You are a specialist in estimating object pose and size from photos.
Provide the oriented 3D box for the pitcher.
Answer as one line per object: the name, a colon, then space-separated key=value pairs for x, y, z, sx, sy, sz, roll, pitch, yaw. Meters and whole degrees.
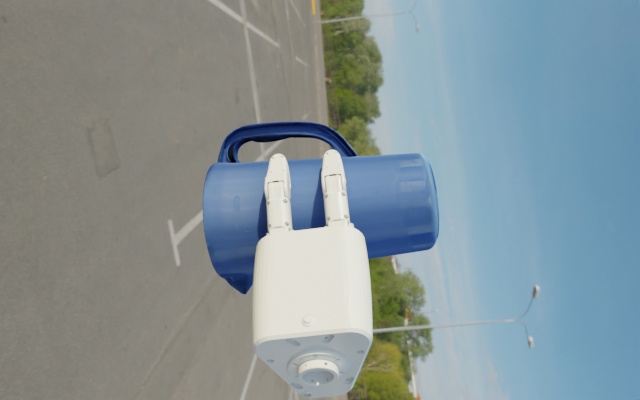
pitcher: x=0.000 y=0.002 z=0.533 sx=0.243 sy=0.149 sz=0.145 roll=-6 pitch=40 yaw=4
